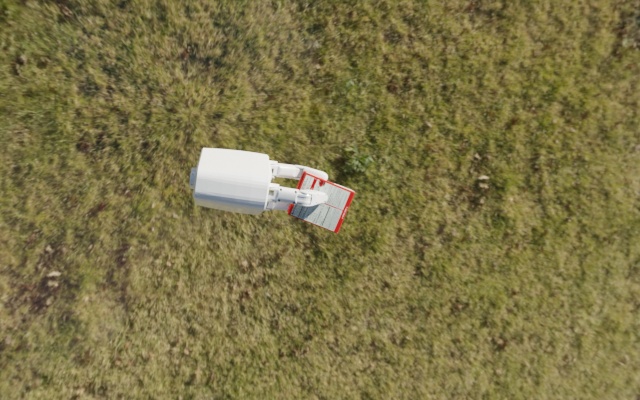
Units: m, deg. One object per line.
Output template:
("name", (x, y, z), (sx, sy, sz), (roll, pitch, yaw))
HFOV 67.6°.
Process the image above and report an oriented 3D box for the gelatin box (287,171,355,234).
("gelatin box", (0.000, 0.003, 0.764), (0.089, 0.073, 0.030), (21, 6, -9))
